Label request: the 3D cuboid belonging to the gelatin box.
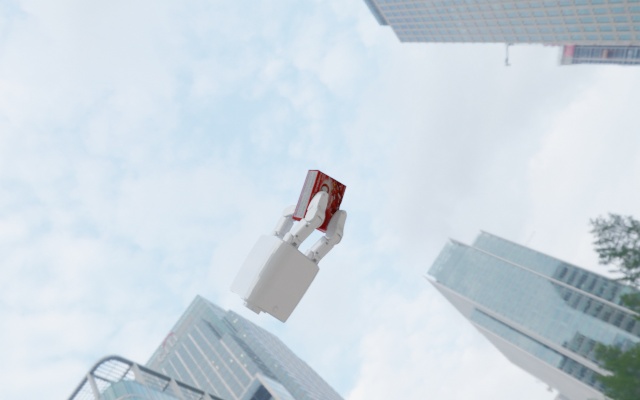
[{"bbox_3d":[0.000,0.002,0.790,0.030,0.089,0.073,7,-15,46],"label":"gelatin box"}]
